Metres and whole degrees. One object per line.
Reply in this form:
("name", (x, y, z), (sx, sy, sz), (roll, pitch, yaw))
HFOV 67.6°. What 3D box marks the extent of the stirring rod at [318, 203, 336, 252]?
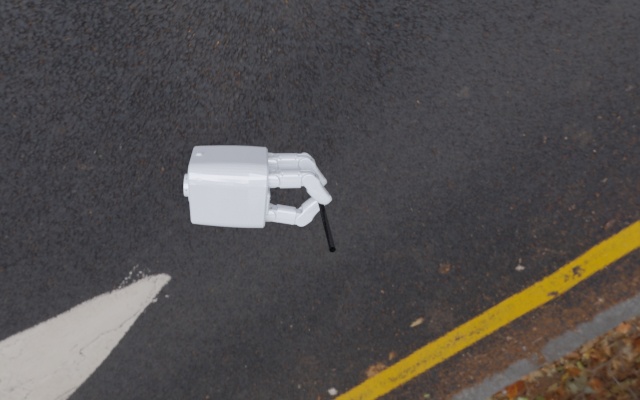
("stirring rod", (0.000, 0.002, 0.687), (0.011, 0.011, 0.239), (0, 29, -8))
